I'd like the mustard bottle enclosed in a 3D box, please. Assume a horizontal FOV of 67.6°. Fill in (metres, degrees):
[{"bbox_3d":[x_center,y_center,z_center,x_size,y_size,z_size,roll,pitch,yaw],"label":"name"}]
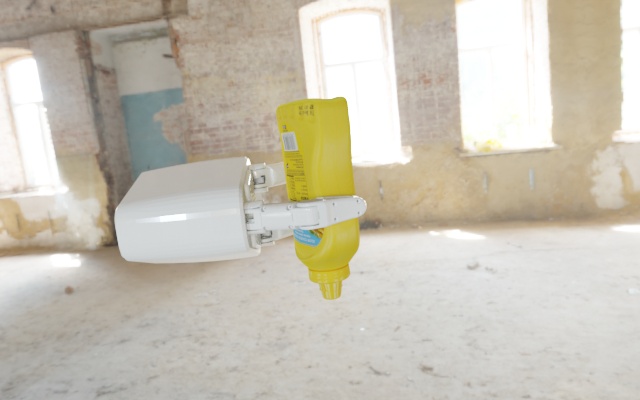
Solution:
[{"bbox_3d":[0.000,0.001,0.457,0.058,0.191,0.096,-10,9,-26],"label":"mustard bottle"}]
